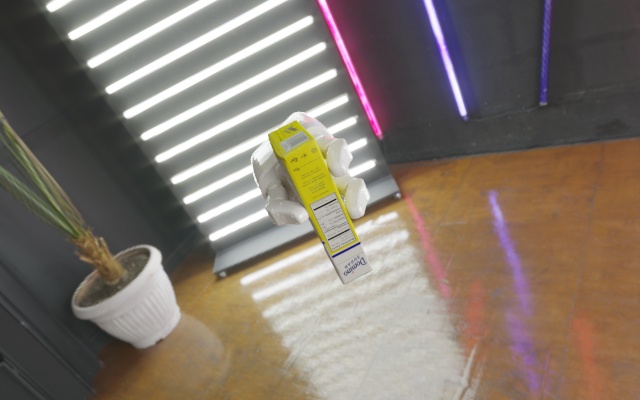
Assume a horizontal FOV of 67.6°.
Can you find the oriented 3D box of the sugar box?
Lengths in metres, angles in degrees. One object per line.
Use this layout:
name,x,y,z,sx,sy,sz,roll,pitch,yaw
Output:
sugar box,0.000,0.001,0.551,0.048,0.176,0.093,-29,27,-2
